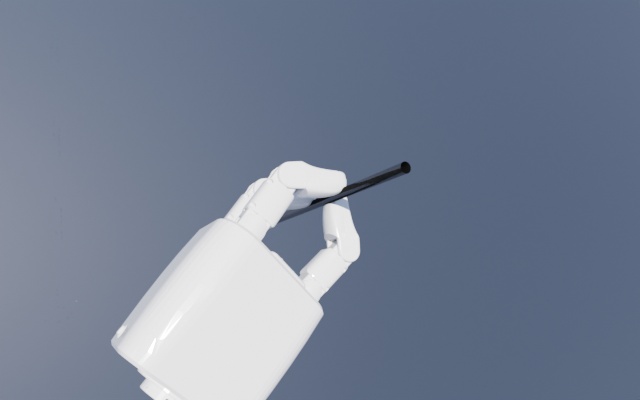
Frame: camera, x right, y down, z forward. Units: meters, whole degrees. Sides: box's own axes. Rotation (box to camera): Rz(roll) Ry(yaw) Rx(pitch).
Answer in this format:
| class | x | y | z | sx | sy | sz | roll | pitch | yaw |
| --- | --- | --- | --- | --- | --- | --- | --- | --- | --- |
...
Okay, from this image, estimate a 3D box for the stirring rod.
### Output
| class | x | y | z | sx | sy | sz | roll | pitch | yaw |
| --- | --- | --- | --- | --- | --- | --- | --- | --- | --- |
| stirring rod | 0.000 | 0.001 | 0.407 | 0.011 | 0.011 | 0.239 | 0 | -11 | -27 |
